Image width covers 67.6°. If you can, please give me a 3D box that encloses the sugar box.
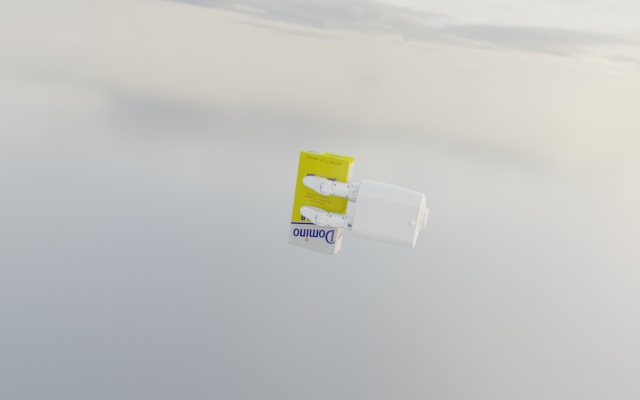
[{"bbox_3d":[0.000,0.003,0.852,0.093,0.176,0.048,13,16,17],"label":"sugar box"}]
